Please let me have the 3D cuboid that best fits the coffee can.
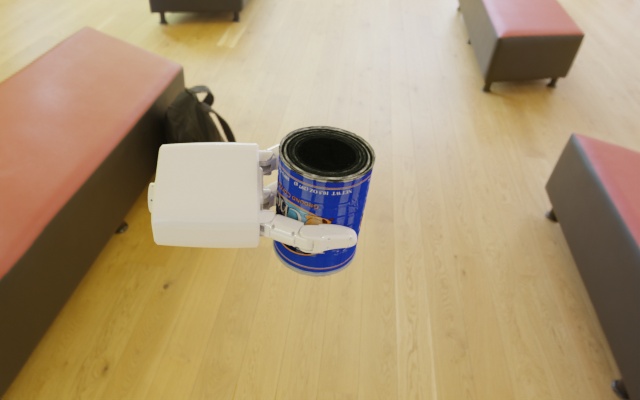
[{"bbox_3d":[0.000,0.002,0.542,0.103,0.140,0.102,5,39,-4],"label":"coffee can"}]
